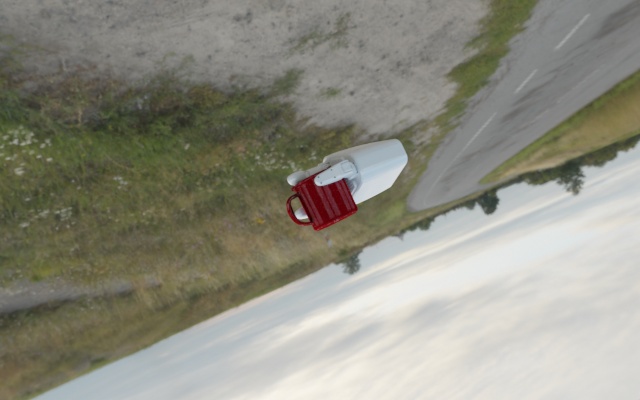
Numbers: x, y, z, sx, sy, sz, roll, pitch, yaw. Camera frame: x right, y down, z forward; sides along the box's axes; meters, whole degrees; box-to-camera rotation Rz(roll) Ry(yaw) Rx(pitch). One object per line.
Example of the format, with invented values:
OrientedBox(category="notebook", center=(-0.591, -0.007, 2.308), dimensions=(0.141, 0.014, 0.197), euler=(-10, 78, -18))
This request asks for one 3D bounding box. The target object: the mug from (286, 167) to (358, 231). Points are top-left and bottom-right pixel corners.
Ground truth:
OrientedBox(category="mug", center=(-0.001, 0.003, 0.783), dimensions=(0.117, 0.081, 0.093), euler=(-23, -6, -27))
